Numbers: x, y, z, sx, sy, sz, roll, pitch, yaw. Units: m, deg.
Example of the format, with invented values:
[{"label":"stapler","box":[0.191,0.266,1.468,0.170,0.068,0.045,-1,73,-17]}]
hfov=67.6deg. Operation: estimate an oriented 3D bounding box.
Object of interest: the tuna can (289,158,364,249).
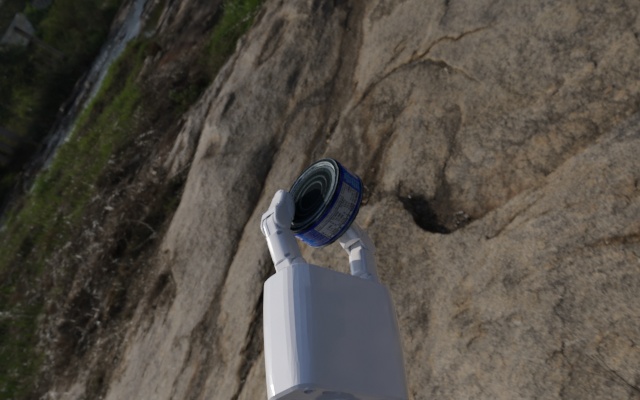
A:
[{"label":"tuna can","box":[0.000,0.001,0.470,0.034,0.086,0.086,33,-18,-30]}]
